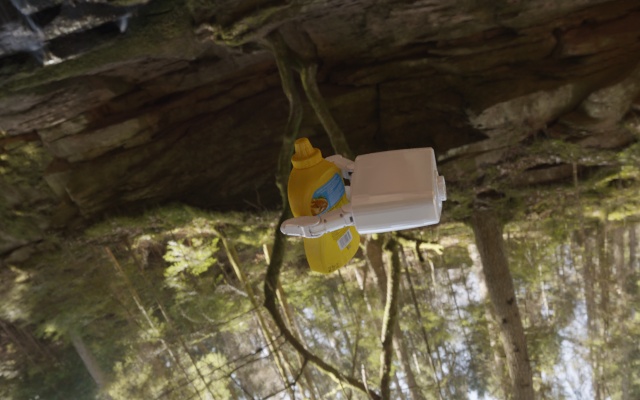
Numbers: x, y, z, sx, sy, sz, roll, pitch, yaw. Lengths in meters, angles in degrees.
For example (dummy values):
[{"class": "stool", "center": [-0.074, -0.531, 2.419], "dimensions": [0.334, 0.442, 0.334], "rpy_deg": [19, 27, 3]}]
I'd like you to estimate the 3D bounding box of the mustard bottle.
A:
[{"class": "mustard bottle", "center": [0.000, 0.002, 0.674], "dimensions": [0.058, 0.192, 0.096], "rpy_deg": [7, 35, 39]}]
